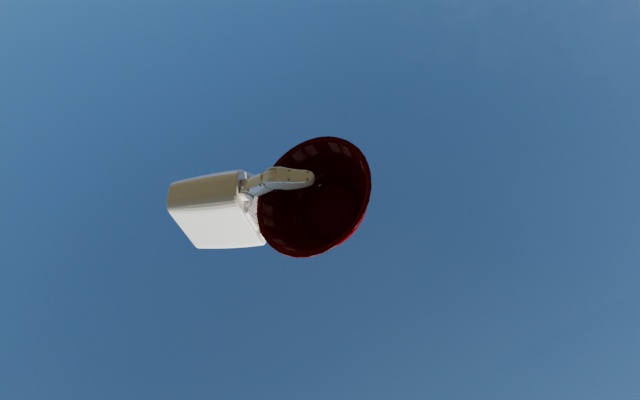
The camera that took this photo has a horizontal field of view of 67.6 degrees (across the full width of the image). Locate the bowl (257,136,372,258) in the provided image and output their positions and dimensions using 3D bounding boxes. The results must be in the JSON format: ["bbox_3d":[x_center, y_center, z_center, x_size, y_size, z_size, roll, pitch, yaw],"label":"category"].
[{"bbox_3d":[0.001,0.002,0.604,0.162,0.162,0.055,0,-23,32],"label":"bowl"}]
